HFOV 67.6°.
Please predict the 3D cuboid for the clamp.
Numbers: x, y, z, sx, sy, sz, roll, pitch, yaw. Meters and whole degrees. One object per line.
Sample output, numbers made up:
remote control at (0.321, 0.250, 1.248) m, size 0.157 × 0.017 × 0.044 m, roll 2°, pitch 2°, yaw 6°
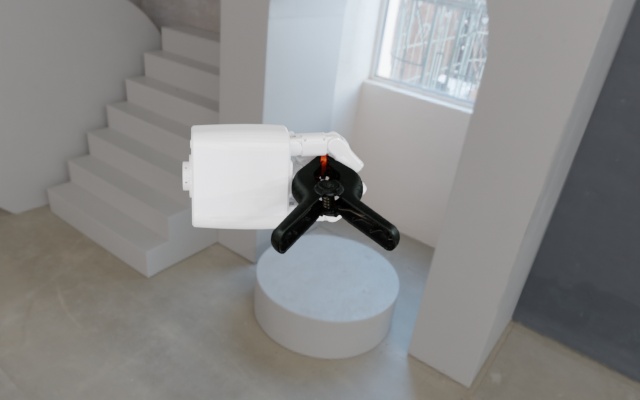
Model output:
clamp at (0.000, 0.001, 0.501) m, size 0.120 × 0.039 × 0.171 m, roll -1°, pitch 29°, yaw -15°
